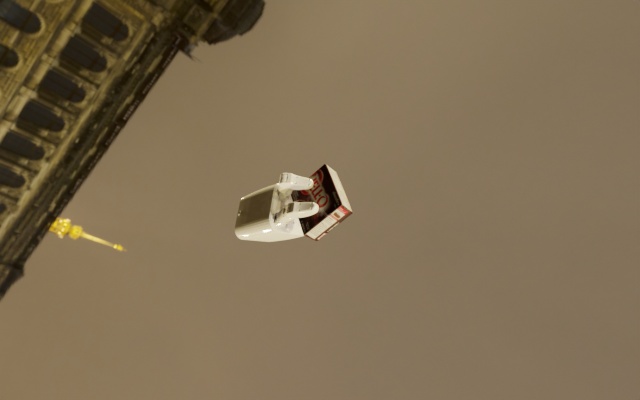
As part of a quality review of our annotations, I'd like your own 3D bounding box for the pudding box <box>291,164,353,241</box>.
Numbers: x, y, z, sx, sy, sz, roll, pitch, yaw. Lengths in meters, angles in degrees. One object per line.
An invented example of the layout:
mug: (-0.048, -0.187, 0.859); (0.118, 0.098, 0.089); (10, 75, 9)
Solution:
pudding box: (0.000, 0.003, 0.845); (0.090, 0.113, 0.039); (-40, -45, 19)
